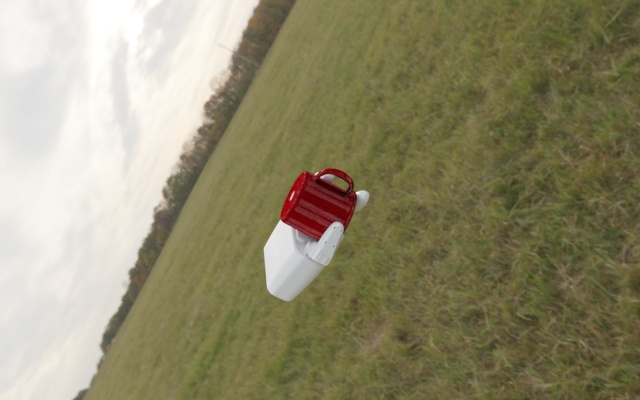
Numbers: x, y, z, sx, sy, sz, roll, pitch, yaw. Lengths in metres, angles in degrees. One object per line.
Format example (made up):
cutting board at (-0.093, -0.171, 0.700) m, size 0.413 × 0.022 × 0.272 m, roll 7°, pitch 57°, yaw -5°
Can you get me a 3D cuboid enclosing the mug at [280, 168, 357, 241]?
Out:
mug at (0.001, 0.001, 0.677) m, size 0.081 × 0.117 × 0.093 m, roll 27°, pitch 36°, yaw -13°
